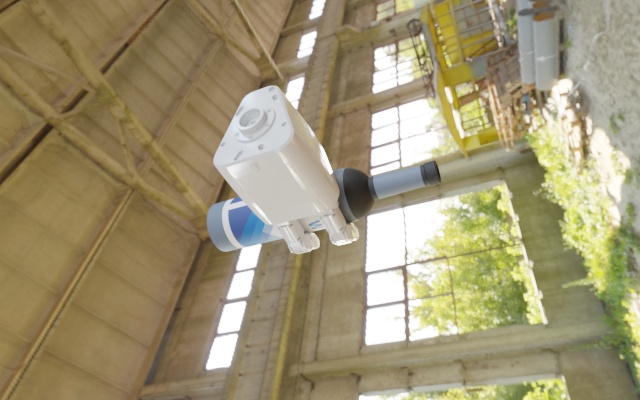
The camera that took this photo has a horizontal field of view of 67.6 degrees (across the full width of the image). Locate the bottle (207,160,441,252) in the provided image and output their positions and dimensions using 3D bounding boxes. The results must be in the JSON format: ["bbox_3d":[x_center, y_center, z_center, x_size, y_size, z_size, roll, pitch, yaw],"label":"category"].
[{"bbox_3d":[0.000,0.002,0.593,0.296,0.069,0.069,-15,-5,20],"label":"bottle"}]
